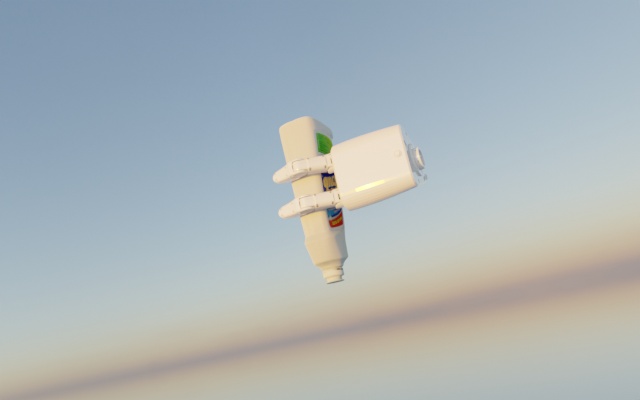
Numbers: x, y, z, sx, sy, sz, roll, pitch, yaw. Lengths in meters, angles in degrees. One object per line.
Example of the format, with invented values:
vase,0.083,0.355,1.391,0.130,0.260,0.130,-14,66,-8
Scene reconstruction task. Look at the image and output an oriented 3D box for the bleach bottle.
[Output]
bleach bottle,0.000,0.002,0.737,0.068,0.250,0.102,-18,-17,22
